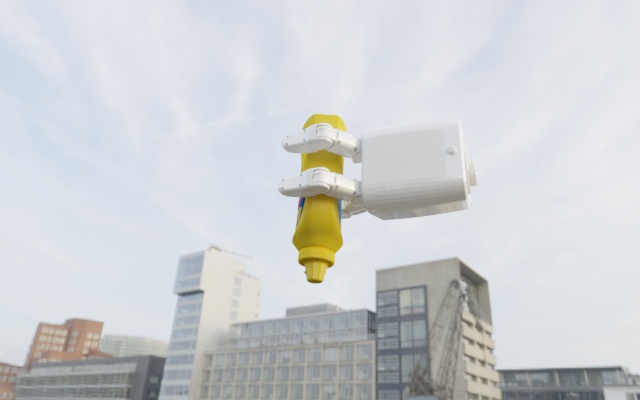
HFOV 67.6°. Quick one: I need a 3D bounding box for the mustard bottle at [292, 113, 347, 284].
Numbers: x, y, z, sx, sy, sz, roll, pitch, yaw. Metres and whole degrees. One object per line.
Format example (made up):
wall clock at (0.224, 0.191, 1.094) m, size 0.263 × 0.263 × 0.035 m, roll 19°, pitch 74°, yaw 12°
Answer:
mustard bottle at (0.000, 0.002, 0.556) m, size 0.058 × 0.191 × 0.096 m, roll 5°, pitch -26°, yaw -3°
